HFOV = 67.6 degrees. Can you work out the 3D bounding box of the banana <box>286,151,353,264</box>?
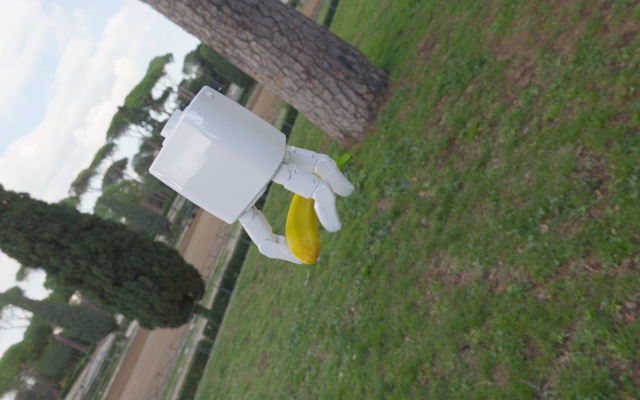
[{"bbox_3d":[-0.011,0.008,0.581,0.037,0.197,0.070,38,-49,-18],"label":"banana"}]
